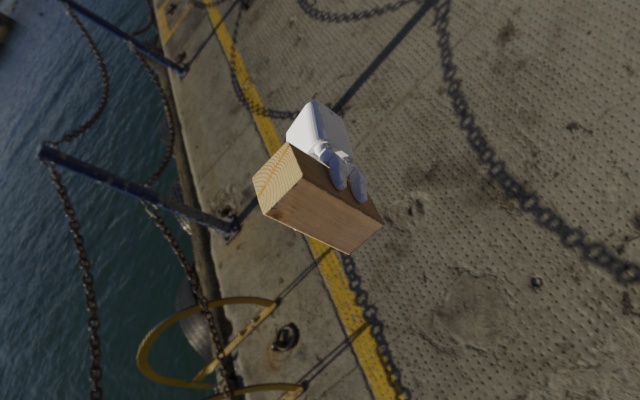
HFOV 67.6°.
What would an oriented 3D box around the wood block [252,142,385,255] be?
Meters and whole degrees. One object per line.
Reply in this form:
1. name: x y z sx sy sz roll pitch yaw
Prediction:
1. wood block: 0.000 0.002 0.791 0.091 0.090 0.206 -43 -46 20
